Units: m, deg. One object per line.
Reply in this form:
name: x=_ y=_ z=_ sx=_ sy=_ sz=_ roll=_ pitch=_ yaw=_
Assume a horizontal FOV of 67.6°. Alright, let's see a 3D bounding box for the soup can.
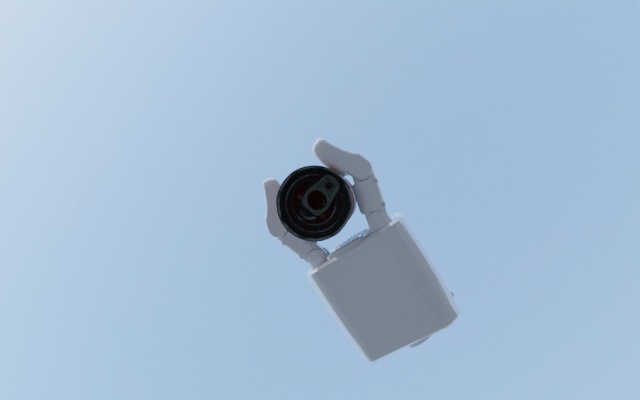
soup can: x=0.000 y=0.001 z=0.471 sx=0.068 sy=0.068 sz=0.102 roll=0 pitch=1 yaw=7
